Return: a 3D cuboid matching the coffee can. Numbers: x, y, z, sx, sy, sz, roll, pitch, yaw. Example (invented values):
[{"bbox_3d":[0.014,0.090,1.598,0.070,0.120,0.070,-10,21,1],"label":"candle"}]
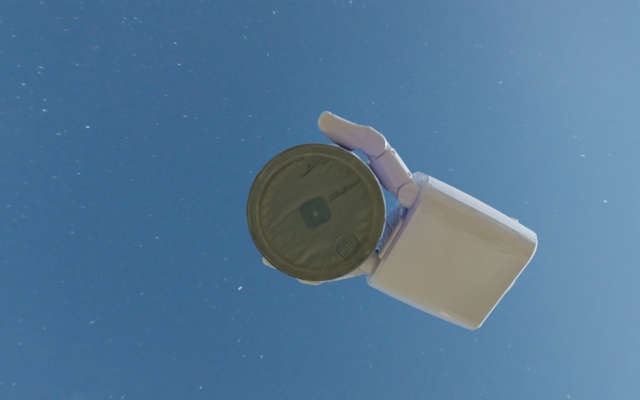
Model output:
[{"bbox_3d":[0.000,0.001,0.416,0.103,0.103,0.140,0,7,3],"label":"coffee can"}]
